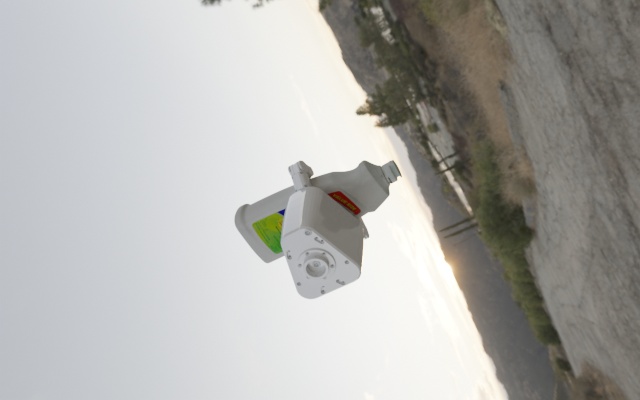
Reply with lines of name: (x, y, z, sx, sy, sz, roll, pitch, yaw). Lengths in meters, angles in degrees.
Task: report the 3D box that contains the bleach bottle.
bleach bottle: (0.000, 0.002, 0.720, 0.251, 0.103, 0.068, -27, 23, 17)
